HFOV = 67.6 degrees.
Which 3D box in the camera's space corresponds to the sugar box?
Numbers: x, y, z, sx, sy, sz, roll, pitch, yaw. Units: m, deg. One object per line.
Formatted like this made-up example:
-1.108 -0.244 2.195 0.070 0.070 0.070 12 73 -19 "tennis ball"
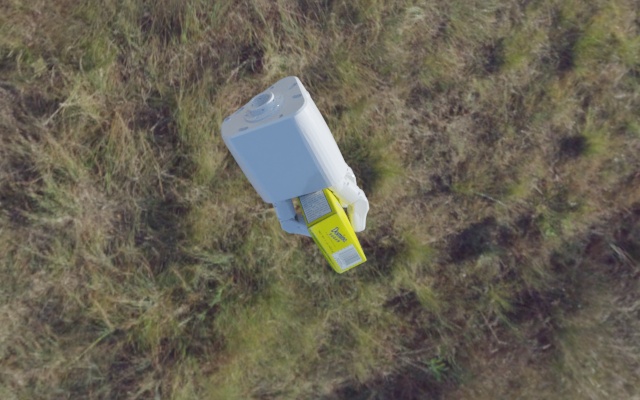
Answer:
0.001 0.002 0.620 0.048 0.093 0.176 -26 39 6 "sugar box"
